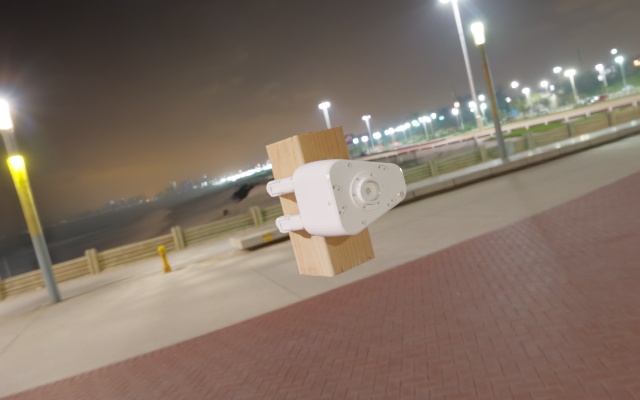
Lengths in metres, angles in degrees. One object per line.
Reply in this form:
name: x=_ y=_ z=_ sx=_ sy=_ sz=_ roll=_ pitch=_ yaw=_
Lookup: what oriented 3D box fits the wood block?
wood block: x=0.001 y=0.002 z=0.728 sx=0.091 sy=0.206 sz=0.090 roll=-17 pitch=6 yaw=-36
